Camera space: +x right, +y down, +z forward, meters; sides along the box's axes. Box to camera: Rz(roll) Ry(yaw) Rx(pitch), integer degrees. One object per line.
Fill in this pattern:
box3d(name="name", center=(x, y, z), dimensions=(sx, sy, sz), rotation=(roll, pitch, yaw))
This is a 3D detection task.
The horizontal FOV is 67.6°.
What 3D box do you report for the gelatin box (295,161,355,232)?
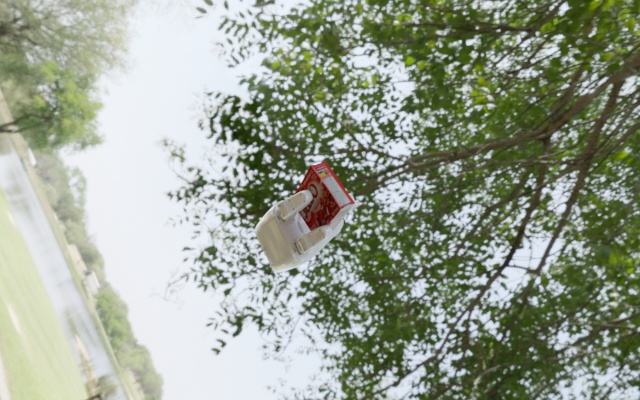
box3d(name="gelatin box", center=(0.001, 0.002, 0.656), dimensions=(0.030, 0.073, 0.089), rotation=(-21, -21, -35))
